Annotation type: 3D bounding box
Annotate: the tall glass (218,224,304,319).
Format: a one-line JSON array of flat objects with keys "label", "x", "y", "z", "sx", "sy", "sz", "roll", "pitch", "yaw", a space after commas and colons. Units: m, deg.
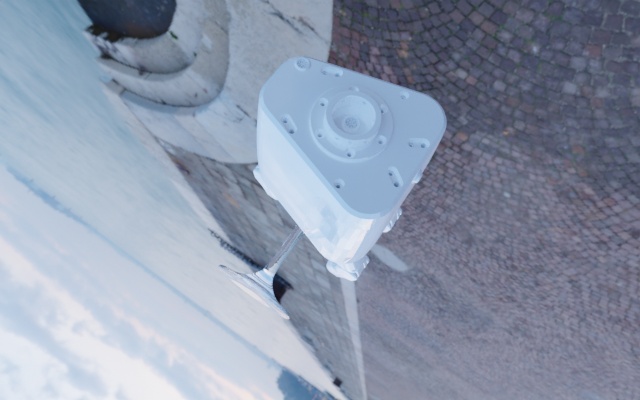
[{"label": "tall glass", "x": 0.000, "y": 0.002, "z": 0.430, "sx": 0.079, "sy": 0.201, "sz": 0.079, "roll": 32, "pitch": -19, "yaw": 12}]
